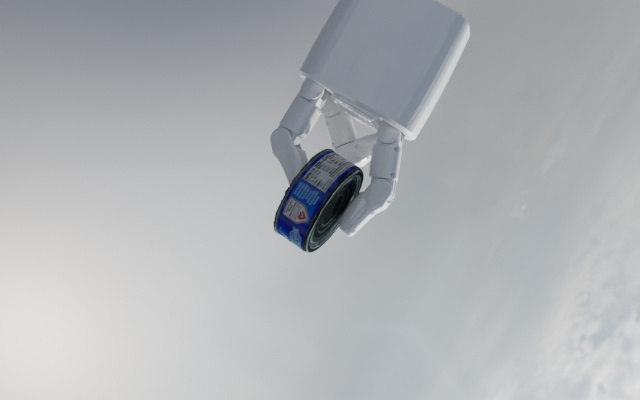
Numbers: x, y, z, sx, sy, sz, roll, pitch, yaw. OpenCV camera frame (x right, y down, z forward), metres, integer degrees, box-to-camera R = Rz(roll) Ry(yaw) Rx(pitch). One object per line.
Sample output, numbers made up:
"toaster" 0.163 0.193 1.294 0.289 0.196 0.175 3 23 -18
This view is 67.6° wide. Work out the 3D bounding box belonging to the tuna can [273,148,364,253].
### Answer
"tuna can" 0.000 0.002 0.405 0.033 0.086 0.086 34 10 16
